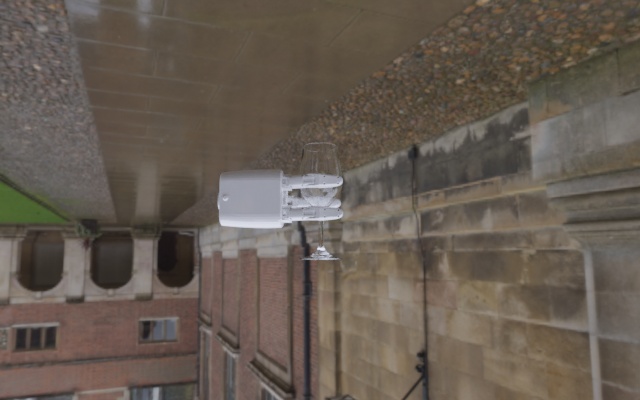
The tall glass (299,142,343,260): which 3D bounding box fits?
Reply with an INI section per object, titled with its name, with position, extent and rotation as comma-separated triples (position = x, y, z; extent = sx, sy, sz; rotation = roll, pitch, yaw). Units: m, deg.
[tall glass]
position = 0.000, 0.003, 0.838
extent = 0.079, 0.201, 0.079
rotation = 0, -6, 0
